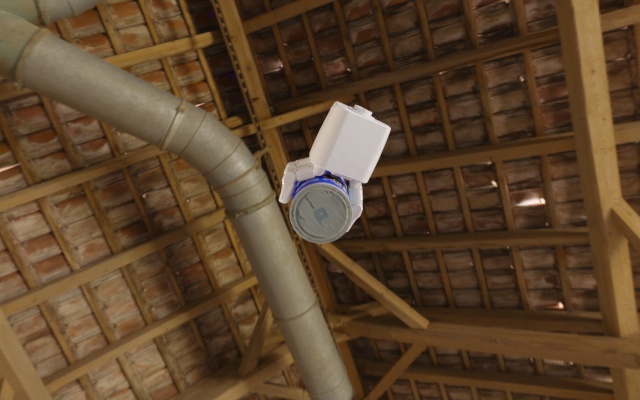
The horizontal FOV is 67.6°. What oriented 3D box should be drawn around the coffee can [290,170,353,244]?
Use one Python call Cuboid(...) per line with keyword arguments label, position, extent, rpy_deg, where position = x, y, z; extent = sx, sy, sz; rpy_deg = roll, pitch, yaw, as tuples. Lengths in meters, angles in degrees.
Cuboid(label="coffee can", position=(0.000, 0.003, 0.841), extent=(0.103, 0.103, 0.140), rpy_deg=(0, 17, -1))
